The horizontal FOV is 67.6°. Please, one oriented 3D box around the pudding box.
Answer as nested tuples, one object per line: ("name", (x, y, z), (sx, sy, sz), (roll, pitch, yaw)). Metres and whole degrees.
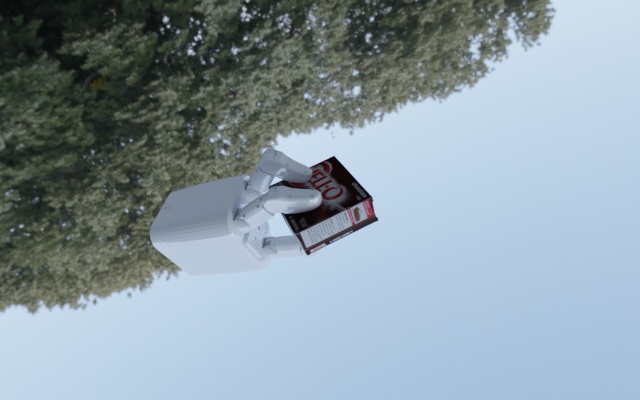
("pudding box", (0.000, 0.002, 0.536), (0.090, 0.039, 0.113), (-27, 37, -7))
